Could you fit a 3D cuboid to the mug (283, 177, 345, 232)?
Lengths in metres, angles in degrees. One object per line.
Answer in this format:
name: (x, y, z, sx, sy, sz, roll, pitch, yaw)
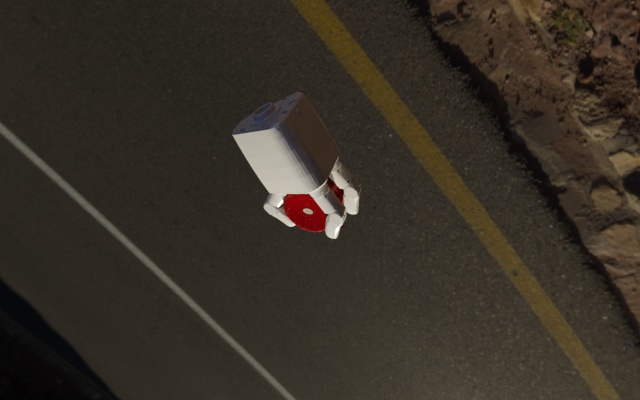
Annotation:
mug: (0.001, 0.004, 0.737, 0.093, 0.117, 0.081, -13, 33, 35)
